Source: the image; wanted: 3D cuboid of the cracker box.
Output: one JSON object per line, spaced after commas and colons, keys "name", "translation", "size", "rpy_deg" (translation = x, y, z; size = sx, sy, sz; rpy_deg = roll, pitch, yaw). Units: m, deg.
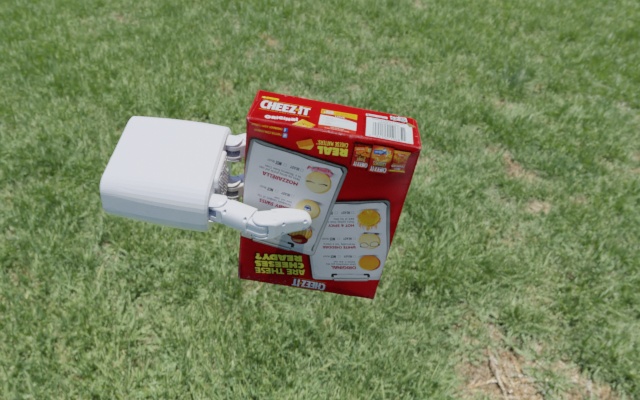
{"name": "cracker box", "translation": [0.000, 0.002, 0.518], "size": [0.164, 0.214, 0.072], "rpy_deg": [9, 38, -1]}
